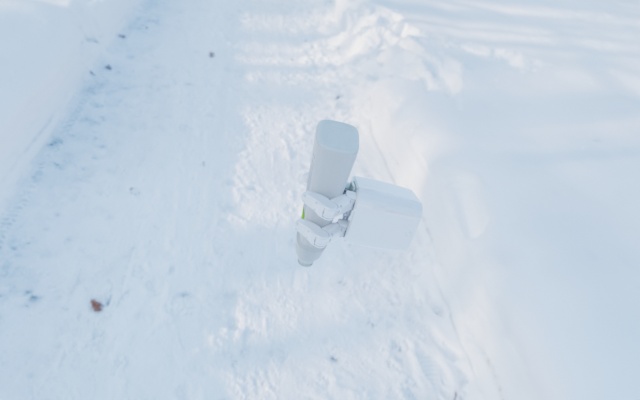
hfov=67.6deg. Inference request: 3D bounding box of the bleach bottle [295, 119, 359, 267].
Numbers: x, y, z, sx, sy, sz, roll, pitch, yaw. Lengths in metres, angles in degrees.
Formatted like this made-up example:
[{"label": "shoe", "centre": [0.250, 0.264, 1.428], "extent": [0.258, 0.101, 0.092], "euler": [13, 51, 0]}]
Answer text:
[{"label": "bleach bottle", "centre": [0.000, 0.003, 0.779], "extent": [0.068, 0.251, 0.102], "euler": [12, 34, -5]}]
